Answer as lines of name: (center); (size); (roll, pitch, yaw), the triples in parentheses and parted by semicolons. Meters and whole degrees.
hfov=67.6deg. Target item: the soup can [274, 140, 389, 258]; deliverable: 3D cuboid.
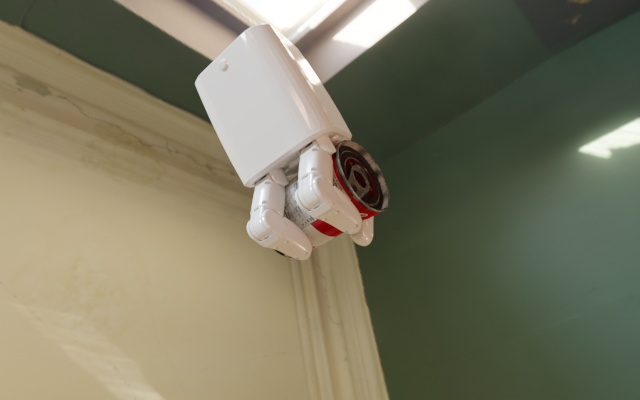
soup can: (0.000, 0.002, 0.424); (0.102, 0.068, 0.068); (-32, -18, 31)
